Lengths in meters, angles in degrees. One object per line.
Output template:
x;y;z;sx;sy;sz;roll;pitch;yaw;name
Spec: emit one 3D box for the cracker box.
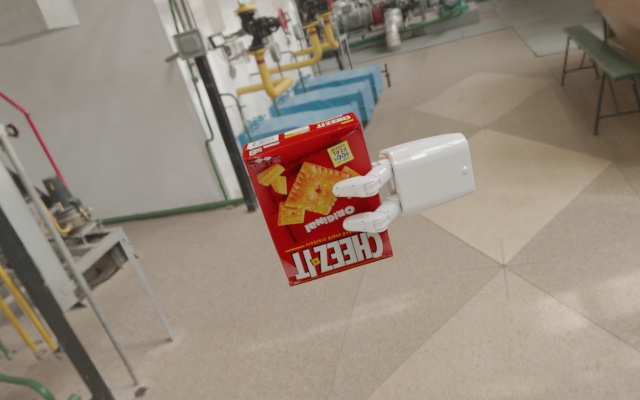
0.000;0.002;0.684;0.164;0.214;0.072;-17;24;1;cracker box
